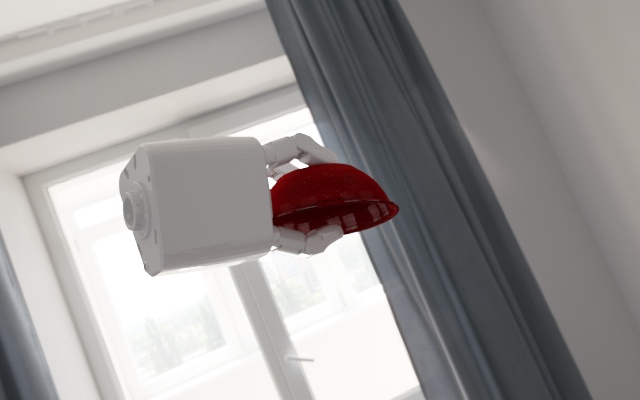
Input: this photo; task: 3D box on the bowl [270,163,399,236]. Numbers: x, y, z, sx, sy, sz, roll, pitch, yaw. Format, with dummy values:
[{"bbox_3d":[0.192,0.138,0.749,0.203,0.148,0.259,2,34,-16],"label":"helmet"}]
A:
[{"bbox_3d":[0.001,0.001,0.516,0.162,0.055,0.162,-9,-16,-3],"label":"bowl"}]
